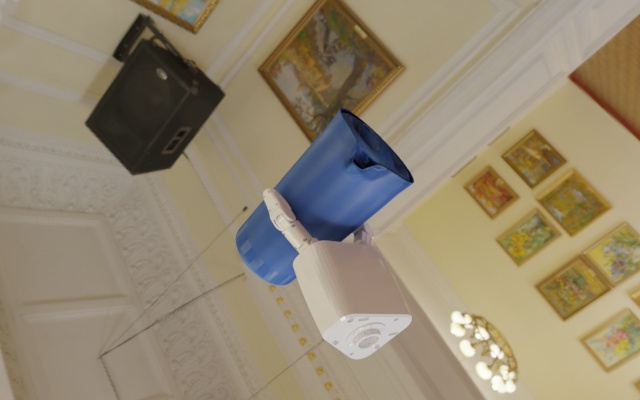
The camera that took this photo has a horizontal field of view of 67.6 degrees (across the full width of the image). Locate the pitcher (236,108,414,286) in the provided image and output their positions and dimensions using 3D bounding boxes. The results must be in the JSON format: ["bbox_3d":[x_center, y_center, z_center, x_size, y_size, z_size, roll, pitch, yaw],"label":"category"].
[{"bbox_3d":[0.000,0.002,0.660,0.243,0.145,0.149,-44,-44,20],"label":"pitcher"}]
